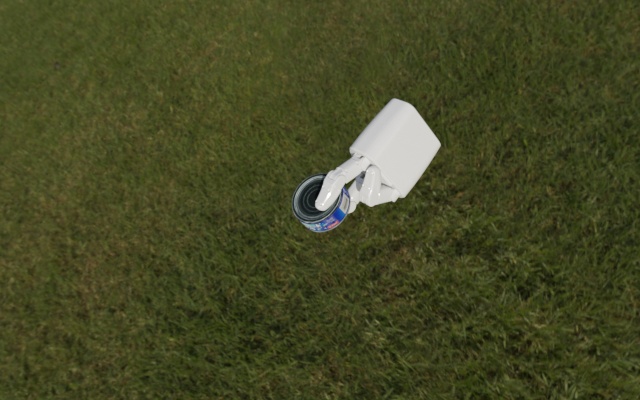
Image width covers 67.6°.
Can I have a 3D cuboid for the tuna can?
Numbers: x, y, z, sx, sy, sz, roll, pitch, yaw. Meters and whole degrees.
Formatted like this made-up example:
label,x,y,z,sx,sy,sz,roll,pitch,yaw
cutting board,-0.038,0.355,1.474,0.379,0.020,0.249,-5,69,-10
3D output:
label,x,y,z,sx,sy,sz,roll,pitch,yaw
tuna can,0.000,0.002,0.721,0.086,0.086,0.034,0,-26,29
